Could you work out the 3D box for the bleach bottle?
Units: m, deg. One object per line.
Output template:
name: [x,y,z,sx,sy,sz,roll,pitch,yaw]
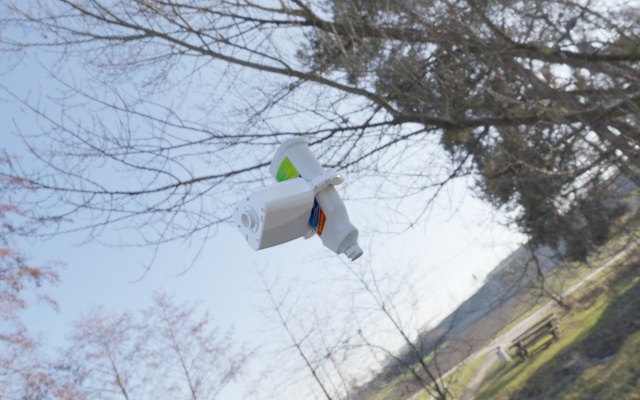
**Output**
bleach bottle: [0.000,0.003,0.900,0.068,0.250,0.103,-18,-28,-40]
